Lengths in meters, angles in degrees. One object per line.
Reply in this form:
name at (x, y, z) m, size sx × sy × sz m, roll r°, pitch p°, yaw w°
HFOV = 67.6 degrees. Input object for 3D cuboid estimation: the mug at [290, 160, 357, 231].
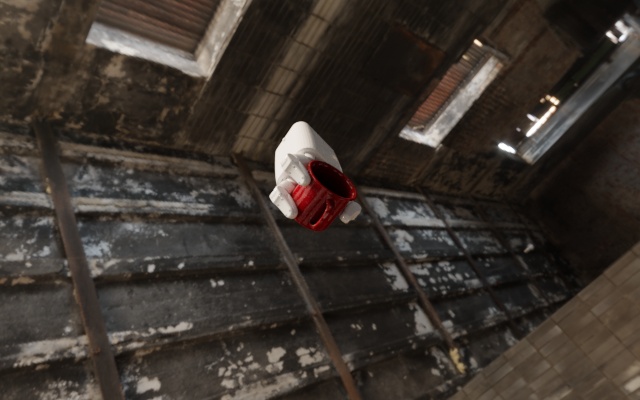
mug at (0.000, 0.004, 0.763) m, size 0.093 × 0.081 × 0.117 m, roll 26°, pitch 29°, yaw -24°
